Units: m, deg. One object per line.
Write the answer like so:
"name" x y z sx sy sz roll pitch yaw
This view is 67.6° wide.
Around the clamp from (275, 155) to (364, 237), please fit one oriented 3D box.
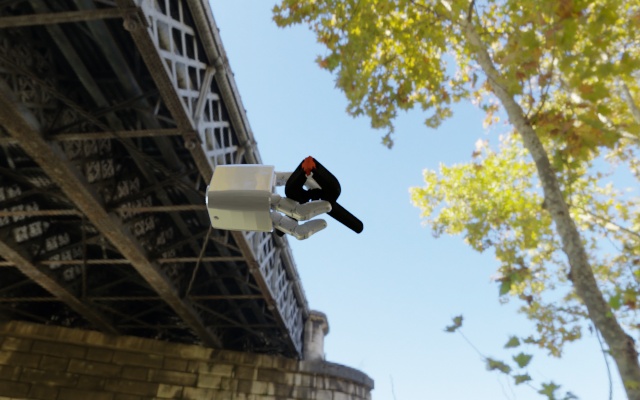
"clamp" 0.000 0.002 0.822 0.164 0.036 0.210 1 -36 -2
